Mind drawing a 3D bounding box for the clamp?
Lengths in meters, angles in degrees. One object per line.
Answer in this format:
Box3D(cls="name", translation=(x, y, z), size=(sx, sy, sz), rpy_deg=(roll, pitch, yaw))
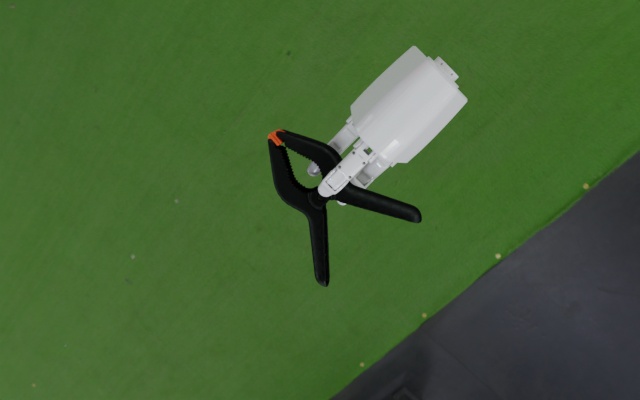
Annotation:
Box3D(cls="clamp", translation=(0.000, 0.002, 0.610), size=(0.164, 0.210, 0.036), rpy_deg=(-45, 3, 17))
